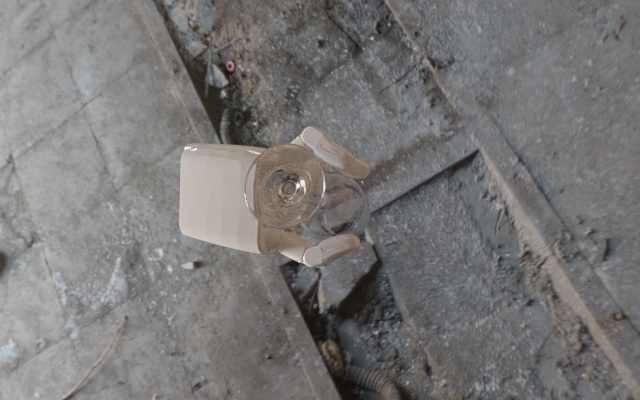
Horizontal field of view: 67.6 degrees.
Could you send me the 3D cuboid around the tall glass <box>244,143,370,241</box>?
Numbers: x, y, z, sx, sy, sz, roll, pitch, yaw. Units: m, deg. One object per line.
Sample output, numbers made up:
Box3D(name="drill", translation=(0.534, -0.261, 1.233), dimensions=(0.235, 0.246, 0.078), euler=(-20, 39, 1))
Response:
Box3D(name="tall glass", translation=(0.000, 0.002, 0.497), dimensions=(0.079, 0.079, 0.201), euler=(0, -8, 19))
